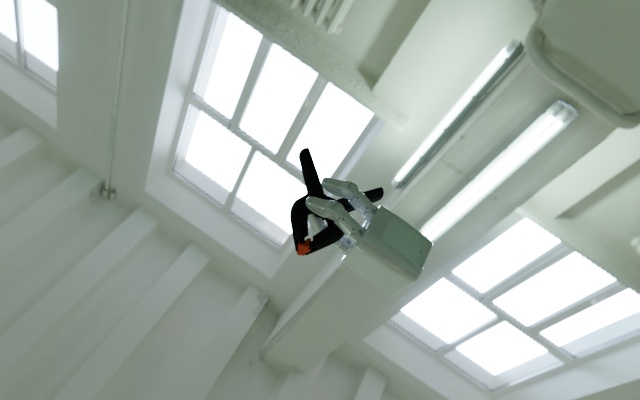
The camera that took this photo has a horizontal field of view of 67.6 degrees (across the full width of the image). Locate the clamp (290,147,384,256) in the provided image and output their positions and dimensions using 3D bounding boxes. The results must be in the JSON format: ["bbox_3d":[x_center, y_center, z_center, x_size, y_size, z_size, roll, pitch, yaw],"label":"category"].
[{"bbox_3d":[0.000,0.004,0.782,0.164,0.036,0.210,33,47,5],"label":"clamp"}]
